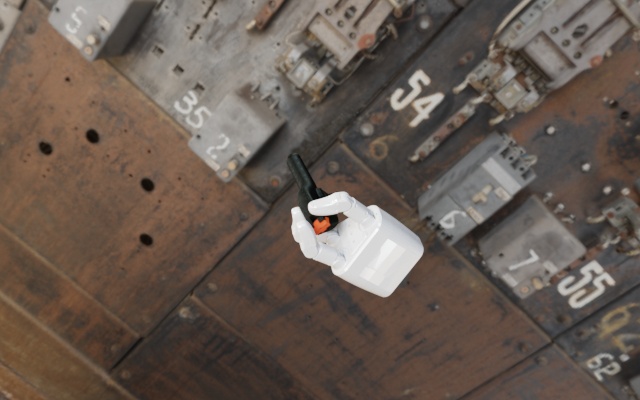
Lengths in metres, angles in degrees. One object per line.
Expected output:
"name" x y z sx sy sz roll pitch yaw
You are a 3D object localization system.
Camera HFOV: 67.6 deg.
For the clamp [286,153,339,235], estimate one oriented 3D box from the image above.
"clamp" 0.000 0.002 0.754 0.120 0.039 0.171 33 26 -31
